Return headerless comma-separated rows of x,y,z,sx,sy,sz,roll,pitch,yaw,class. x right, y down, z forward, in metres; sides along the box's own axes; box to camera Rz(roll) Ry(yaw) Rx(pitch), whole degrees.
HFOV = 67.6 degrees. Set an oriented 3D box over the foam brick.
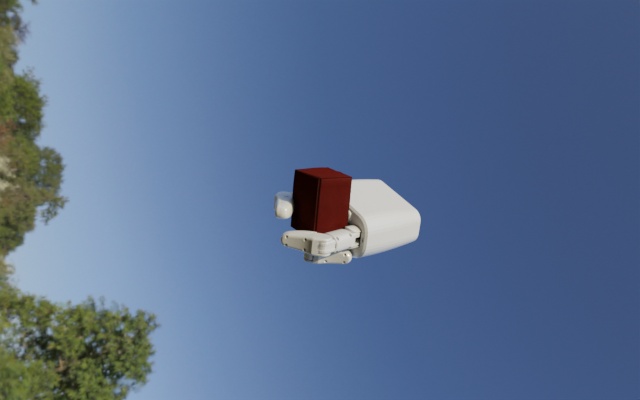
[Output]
0.000,0.002,0.587,0.051,0.078,0.053,-8,22,-36,foam brick
